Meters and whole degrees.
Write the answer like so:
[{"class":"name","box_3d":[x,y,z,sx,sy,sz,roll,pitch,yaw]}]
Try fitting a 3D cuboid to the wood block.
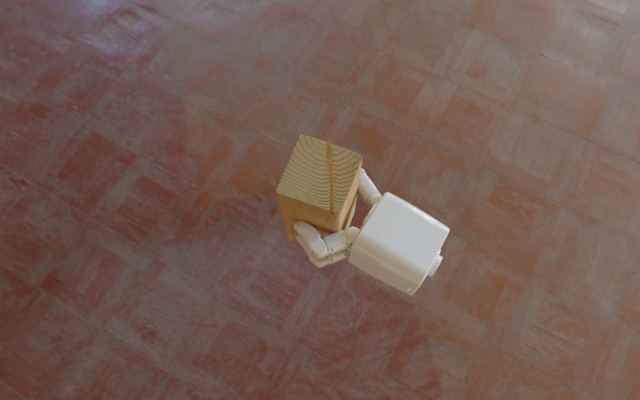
[{"class":"wood block","box_3d":[0.001,0.002,0.701,0.090,0.090,0.206,19,-20,8]}]
